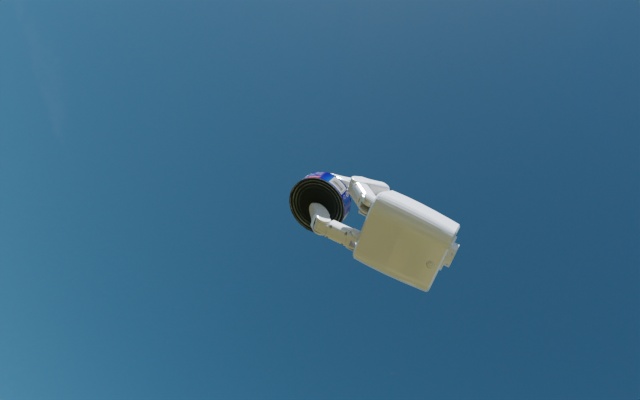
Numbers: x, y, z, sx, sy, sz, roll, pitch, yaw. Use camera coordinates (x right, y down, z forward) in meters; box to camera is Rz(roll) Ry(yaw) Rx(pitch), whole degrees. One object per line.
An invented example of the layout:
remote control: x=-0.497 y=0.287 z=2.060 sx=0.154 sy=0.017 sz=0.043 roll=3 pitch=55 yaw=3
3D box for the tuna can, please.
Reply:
tuna can: x=0.000 y=0.002 z=0.692 sx=0.086 sy=0.086 sz=0.033 roll=0 pitch=22 yaw=25
